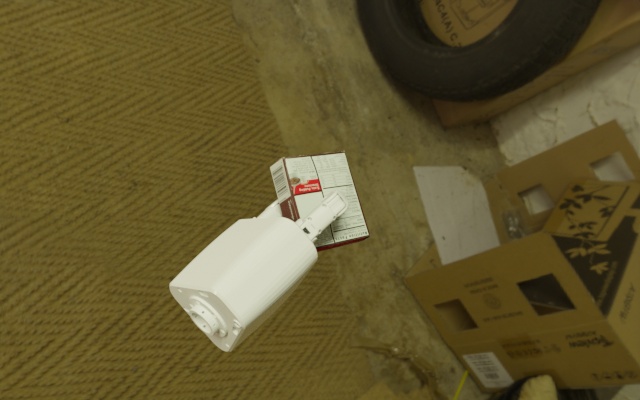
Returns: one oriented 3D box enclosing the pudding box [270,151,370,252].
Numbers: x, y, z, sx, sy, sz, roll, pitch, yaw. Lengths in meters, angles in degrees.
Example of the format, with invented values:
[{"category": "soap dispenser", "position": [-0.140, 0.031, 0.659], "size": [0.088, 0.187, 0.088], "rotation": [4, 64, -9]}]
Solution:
[{"category": "pudding box", "position": [0.000, 0.002, 0.559], "size": [0.090, 0.113, 0.039], "rotation": [-9, -11, -33]}]
